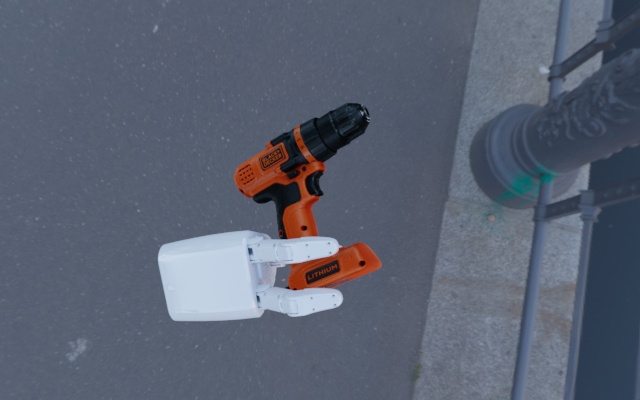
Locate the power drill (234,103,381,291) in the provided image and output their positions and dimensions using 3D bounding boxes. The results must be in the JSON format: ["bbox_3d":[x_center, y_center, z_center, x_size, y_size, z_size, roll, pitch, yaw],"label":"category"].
[{"bbox_3d":[0.000,0.002,0.544,0.184,0.187,0.057,-28,-19,24],"label":"power drill"}]
